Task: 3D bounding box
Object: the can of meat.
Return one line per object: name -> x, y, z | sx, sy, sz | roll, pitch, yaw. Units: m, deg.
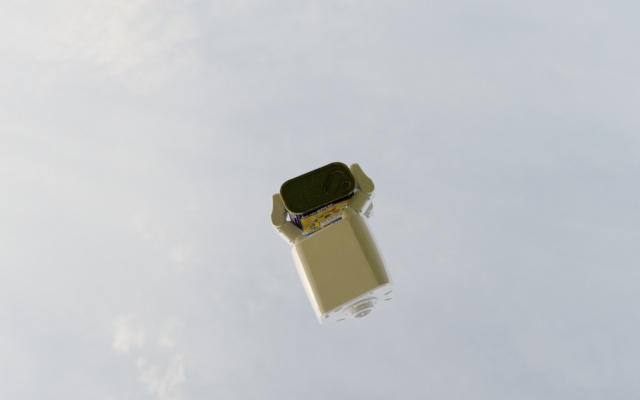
can of meat -> 0.000, 0.002, 0.681 | 0.102, 0.057, 0.084 | -22, -30, -7
